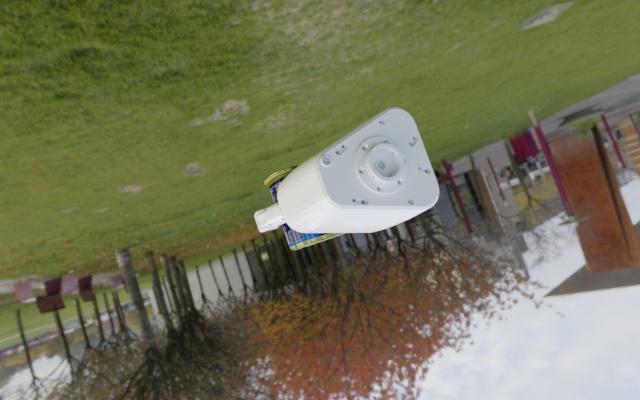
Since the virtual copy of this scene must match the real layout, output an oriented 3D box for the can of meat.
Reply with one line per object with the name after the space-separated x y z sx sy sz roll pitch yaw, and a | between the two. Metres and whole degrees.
0.000 0.002 0.534 0.102 0.084 0.057 -17 -6 -27 | can of meat
